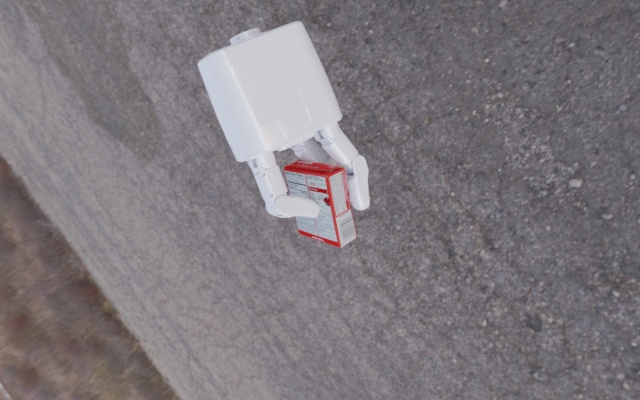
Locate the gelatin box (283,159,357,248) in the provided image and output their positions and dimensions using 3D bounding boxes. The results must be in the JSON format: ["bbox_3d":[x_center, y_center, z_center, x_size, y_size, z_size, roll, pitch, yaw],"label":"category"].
[{"bbox_3d":[0.000,0.002,0.536,0.030,0.089,0.073,-28,27,-36],"label":"gelatin box"}]
